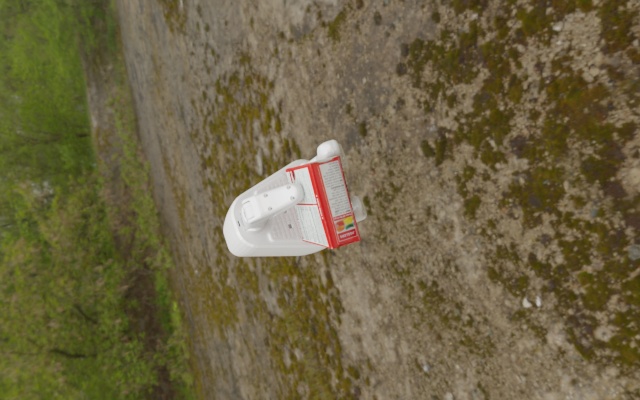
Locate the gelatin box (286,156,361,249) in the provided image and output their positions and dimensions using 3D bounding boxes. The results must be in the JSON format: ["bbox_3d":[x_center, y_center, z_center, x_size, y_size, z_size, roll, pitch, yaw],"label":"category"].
[{"bbox_3d":[0.000,0.002,0.427,0.030,0.073,0.089,-16,5,-17],"label":"gelatin box"}]
